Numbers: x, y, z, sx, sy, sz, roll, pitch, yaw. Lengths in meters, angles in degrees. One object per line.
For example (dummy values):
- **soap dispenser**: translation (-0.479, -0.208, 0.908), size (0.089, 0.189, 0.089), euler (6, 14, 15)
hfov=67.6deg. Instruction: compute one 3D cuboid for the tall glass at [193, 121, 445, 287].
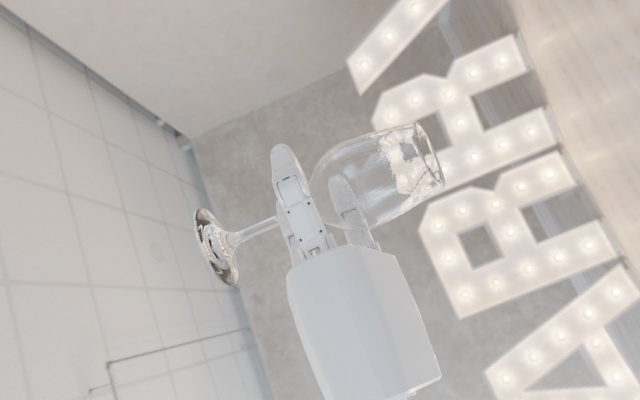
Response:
- **tall glass**: translation (-0.001, 0.001, 0.406), size (0.201, 0.079, 0.079), euler (-24, -2, 5)
